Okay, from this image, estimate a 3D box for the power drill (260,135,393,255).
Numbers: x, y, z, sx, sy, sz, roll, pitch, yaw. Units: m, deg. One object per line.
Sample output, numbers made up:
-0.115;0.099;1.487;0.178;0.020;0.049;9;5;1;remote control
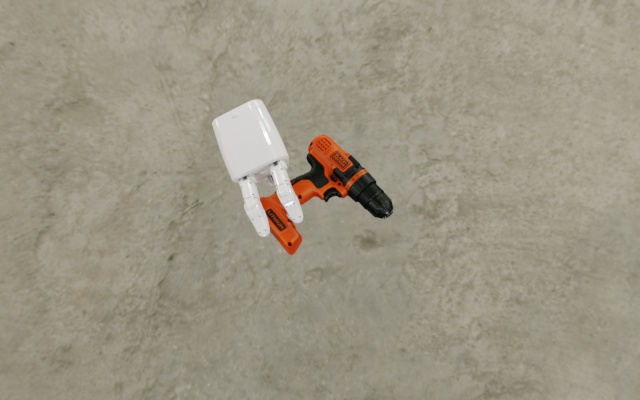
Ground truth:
0.000;0.003;0.782;0.187;0.184;0.057;-39;-20;-13;power drill
